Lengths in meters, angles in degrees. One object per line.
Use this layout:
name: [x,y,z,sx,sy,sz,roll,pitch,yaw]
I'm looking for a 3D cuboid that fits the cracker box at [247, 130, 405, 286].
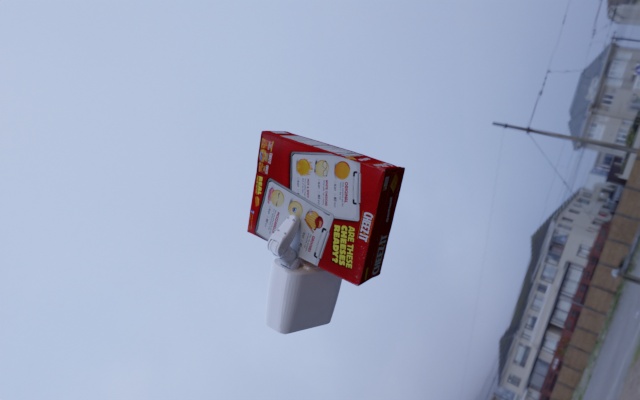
cracker box: [0.000,0.002,0.691,0.213,0.164,0.072,21,19,32]
